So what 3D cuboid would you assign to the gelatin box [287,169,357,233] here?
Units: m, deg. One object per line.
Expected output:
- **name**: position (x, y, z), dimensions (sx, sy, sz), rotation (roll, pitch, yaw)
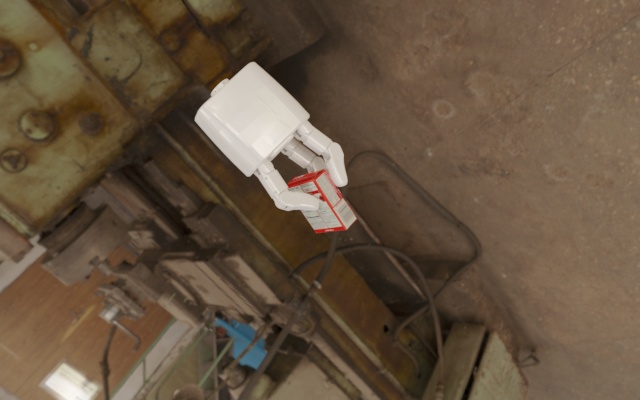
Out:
- **gelatin box**: position (0.000, 0.003, 0.678), dimensions (0.030, 0.089, 0.073), rotation (-43, 18, -33)
